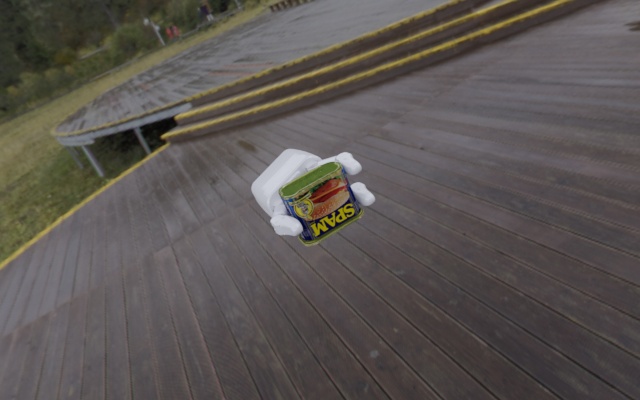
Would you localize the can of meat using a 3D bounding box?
[{"bbox_3d":[0.000,0.002,0.689,0.102,0.084,0.057,-30,24,-11],"label":"can of meat"}]
